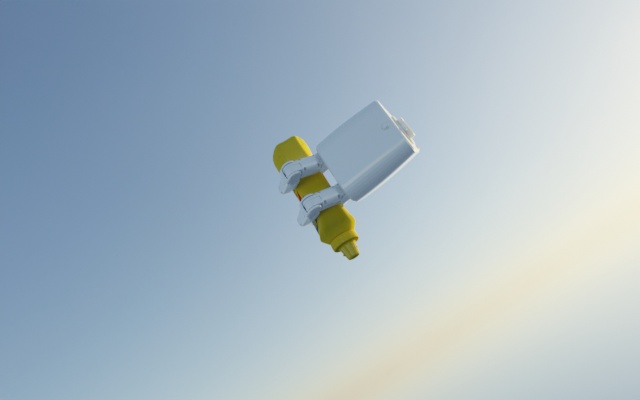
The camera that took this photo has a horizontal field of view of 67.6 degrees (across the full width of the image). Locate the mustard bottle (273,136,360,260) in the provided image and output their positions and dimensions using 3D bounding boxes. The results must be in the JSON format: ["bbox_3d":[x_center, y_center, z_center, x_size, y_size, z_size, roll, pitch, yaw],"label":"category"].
[{"bbox_3d":[0.000,0.002,0.694,0.058,0.191,0.096,-30,-21,-7],"label":"mustard bottle"}]
